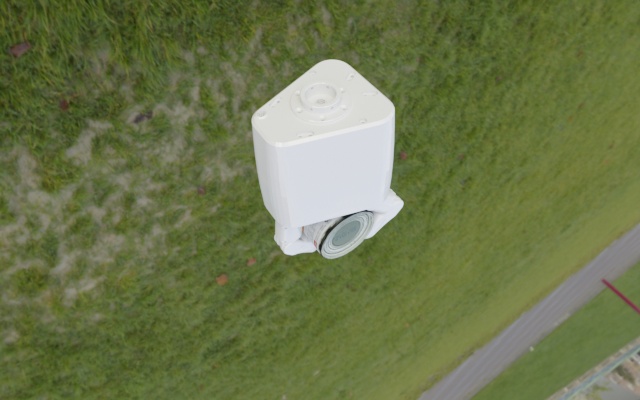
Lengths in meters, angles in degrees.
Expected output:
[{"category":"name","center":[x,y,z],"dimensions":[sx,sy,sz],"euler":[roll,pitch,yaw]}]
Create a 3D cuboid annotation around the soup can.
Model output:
[{"category":"soup can","center":[0.000,0.002,0.496],"dimensions":[0.068,0.068,0.102],"euler":[0,41,-47]}]
